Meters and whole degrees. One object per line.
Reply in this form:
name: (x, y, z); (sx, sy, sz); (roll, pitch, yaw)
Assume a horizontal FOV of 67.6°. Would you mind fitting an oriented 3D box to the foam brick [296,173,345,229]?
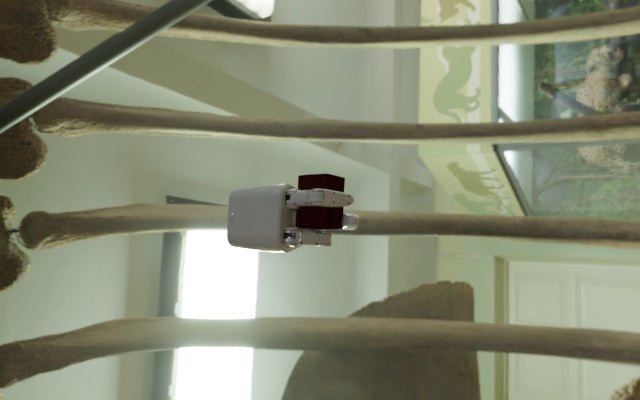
foam brick: (0.000, 0.002, 0.697); (0.051, 0.078, 0.053); (-1, -7, 33)
